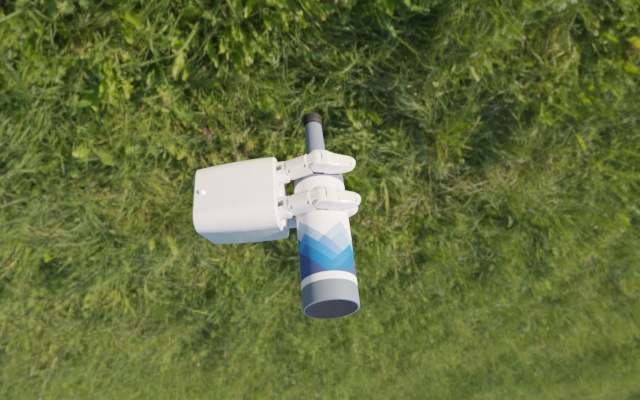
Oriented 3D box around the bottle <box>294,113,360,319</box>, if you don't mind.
[{"bbox_3d":[0.000,0.002,0.628,0.069,0.295,0.069,-4,-33,-3],"label":"bottle"}]
